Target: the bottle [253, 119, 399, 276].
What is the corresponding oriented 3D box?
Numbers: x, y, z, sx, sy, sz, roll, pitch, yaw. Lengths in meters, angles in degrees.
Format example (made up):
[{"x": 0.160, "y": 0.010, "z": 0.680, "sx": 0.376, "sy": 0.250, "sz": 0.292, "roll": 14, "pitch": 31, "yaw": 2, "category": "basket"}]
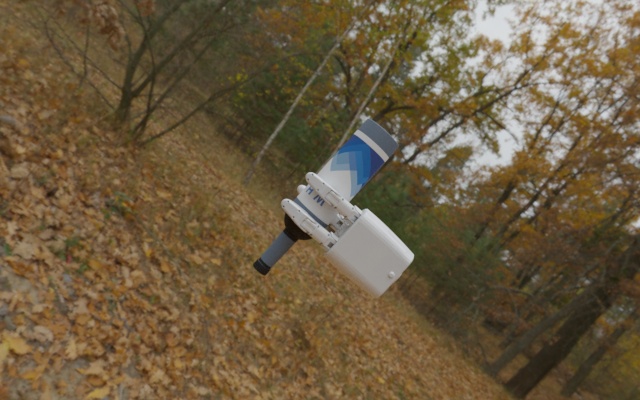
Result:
[{"x": 0.000, "y": 0.002, "z": 0.757, "sx": 0.069, "sy": 0.296, "sz": 0.069, "roll": 42, "pitch": 3, "yaw": -3, "category": "bottle"}]
